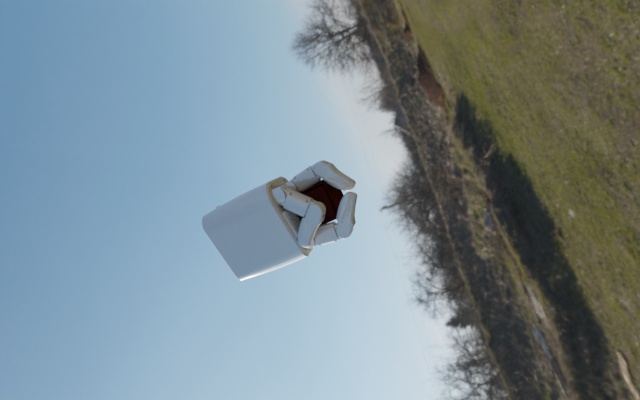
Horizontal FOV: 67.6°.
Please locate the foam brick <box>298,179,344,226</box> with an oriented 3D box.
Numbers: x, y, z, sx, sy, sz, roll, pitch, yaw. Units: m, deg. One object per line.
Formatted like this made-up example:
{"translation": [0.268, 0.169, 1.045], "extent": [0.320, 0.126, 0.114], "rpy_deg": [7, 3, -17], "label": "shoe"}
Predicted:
{"translation": [0.000, 0.002, 0.660], "extent": [0.051, 0.053, 0.078], "rpy_deg": [-25, 4, 16], "label": "foam brick"}
